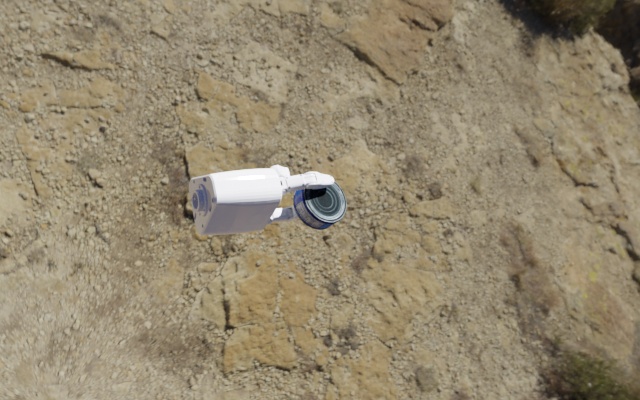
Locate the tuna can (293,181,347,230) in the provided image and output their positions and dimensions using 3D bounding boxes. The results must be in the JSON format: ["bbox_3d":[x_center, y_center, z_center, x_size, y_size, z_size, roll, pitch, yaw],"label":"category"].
[{"bbox_3d":[0.000,0.002,0.782,0.086,0.086,0.034,0,-22,-35],"label":"tuna can"}]
